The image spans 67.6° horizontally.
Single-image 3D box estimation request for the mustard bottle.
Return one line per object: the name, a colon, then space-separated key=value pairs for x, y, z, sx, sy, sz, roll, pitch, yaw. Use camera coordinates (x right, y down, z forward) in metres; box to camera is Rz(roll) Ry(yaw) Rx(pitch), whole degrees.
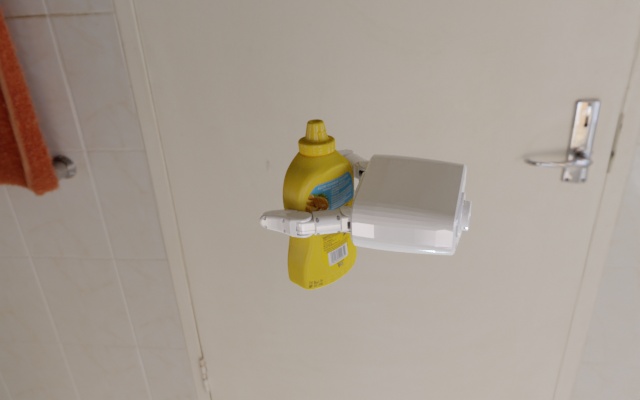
mustard bottle: x=0.000 y=0.002 z=0.553 sx=0.058 sy=0.192 sz=0.096 roll=21 pitch=34 yaw=41
